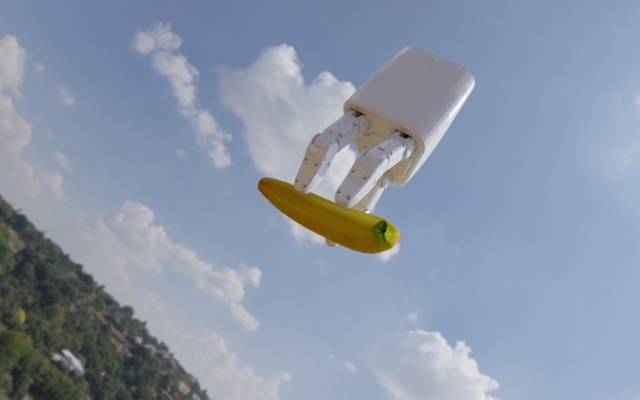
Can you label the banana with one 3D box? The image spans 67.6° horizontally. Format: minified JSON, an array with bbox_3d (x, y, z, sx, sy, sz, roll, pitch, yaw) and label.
[{"bbox_3d":[0.011,0.014,0.473,0.197,0.037,0.070,17,-29,49],"label":"banana"}]
